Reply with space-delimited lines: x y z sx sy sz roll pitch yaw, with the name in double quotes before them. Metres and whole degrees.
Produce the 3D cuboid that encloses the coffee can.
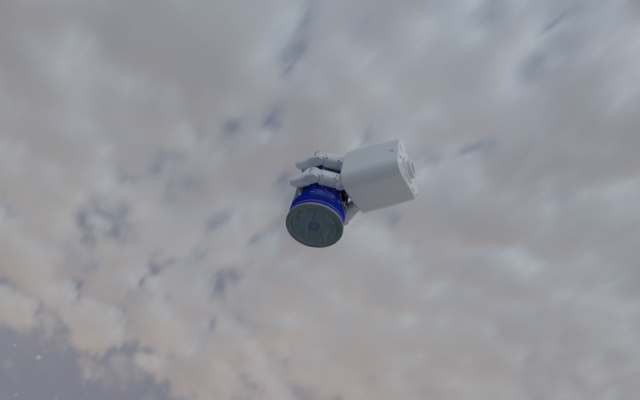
"coffee can" 0.000 0.003 0.884 0.103 0.103 0.140 0 39 12
